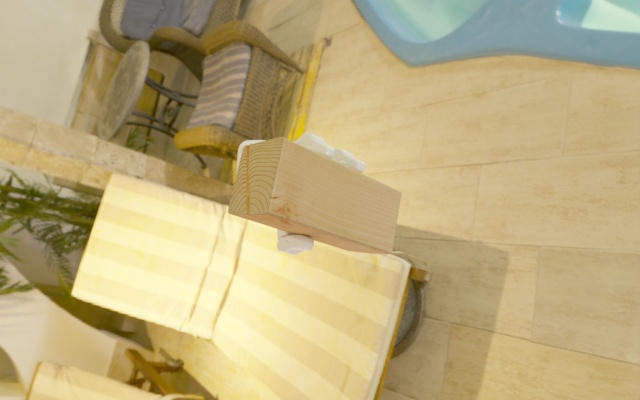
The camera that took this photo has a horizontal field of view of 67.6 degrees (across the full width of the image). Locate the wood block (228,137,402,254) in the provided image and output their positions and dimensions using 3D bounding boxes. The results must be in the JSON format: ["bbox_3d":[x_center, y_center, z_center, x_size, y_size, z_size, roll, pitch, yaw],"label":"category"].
[{"bbox_3d":[0.000,0.002,0.613,0.206,0.091,0.090,20,-14,-38],"label":"wood block"}]
